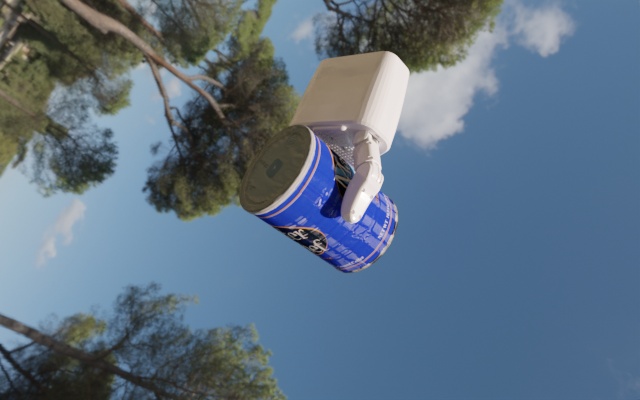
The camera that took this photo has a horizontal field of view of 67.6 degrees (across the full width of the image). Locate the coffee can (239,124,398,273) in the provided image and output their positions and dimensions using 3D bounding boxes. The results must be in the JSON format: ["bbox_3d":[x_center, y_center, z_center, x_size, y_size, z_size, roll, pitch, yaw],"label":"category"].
[{"bbox_3d":[0.000,0.002,0.509,0.140,0.102,0.103,37,-22,-33],"label":"coffee can"}]
